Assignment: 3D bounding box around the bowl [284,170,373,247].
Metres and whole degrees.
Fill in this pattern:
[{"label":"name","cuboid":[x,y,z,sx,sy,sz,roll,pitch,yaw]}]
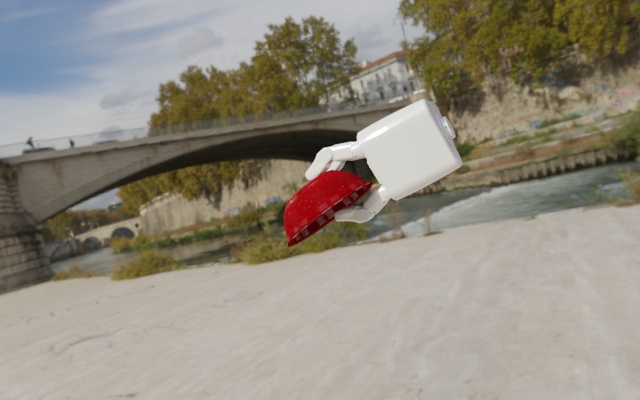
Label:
[{"label":"bowl","cuboid":[-0.001,0.003,0.728,0.162,0.055,0.162,-36,-8,-6]}]
